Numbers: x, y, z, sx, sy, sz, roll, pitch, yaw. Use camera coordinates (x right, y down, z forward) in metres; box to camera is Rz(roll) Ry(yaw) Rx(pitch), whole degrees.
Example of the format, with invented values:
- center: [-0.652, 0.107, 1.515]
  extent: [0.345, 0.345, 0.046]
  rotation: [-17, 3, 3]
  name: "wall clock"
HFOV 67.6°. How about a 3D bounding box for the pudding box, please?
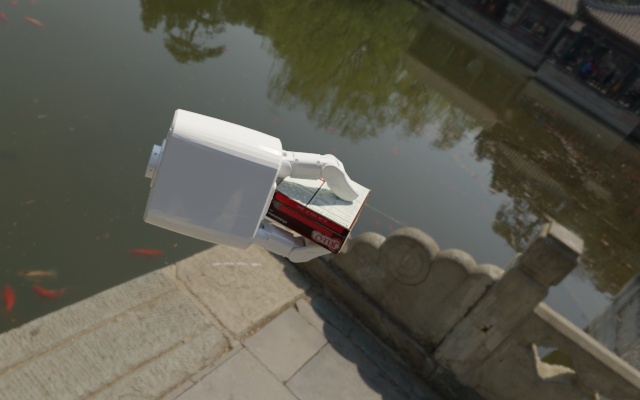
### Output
- center: [0.000, 0.002, 0.525]
  extent: [0.090, 0.039, 0.113]
  rotation: [29, 30, 4]
  name: "pudding box"
